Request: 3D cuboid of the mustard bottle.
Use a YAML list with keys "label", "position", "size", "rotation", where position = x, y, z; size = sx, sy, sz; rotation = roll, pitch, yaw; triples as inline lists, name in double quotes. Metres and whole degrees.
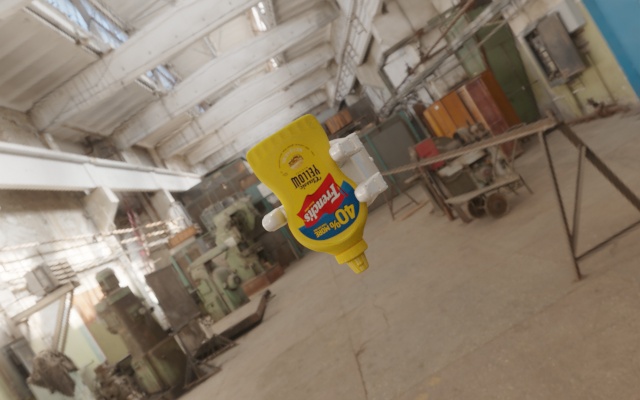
- label: "mustard bottle"
  position: [0.000, 0.002, 0.567]
  size: [0.096, 0.191, 0.058]
  rotation: [-32, 1, -3]
